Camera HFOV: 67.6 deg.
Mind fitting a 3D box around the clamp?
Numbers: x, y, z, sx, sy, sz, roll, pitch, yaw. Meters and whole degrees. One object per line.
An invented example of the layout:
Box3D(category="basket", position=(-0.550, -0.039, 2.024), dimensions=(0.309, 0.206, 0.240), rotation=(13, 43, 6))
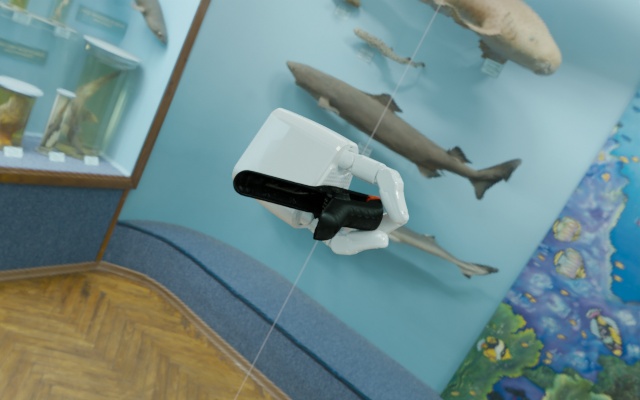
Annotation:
Box3D(category="clamp", position=(0.000, 0.001, 0.470), dimensions=(0.120, 0.039, 0.171), rotation=(32, 14, 27))
